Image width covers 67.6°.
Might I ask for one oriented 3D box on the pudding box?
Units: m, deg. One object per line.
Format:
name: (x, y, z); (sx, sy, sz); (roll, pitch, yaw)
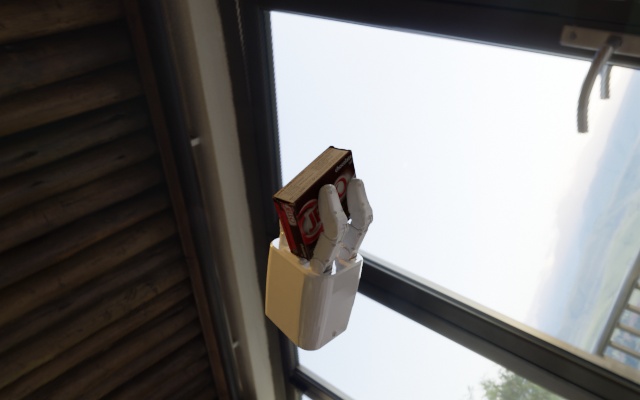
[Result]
pudding box: (0.000, 0.002, 0.569); (0.039, 0.090, 0.113); (18, 49, 33)
